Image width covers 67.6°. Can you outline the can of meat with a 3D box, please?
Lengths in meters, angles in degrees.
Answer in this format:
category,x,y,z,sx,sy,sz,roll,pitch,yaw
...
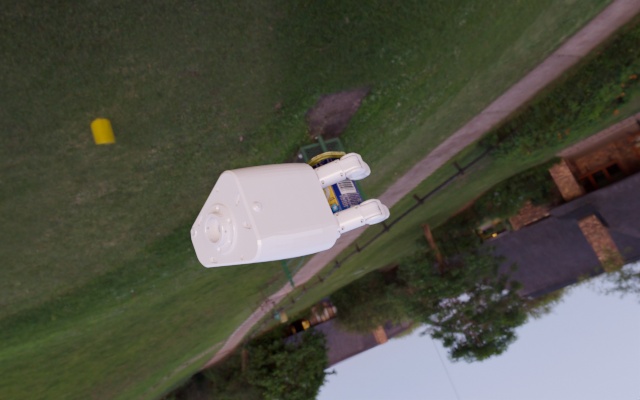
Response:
category,x,y,z,sx,sy,sz,roll,pitch,yaw
can of meat,0.000,0.002,0.579,0.102,0.084,0.057,-33,-17,36
